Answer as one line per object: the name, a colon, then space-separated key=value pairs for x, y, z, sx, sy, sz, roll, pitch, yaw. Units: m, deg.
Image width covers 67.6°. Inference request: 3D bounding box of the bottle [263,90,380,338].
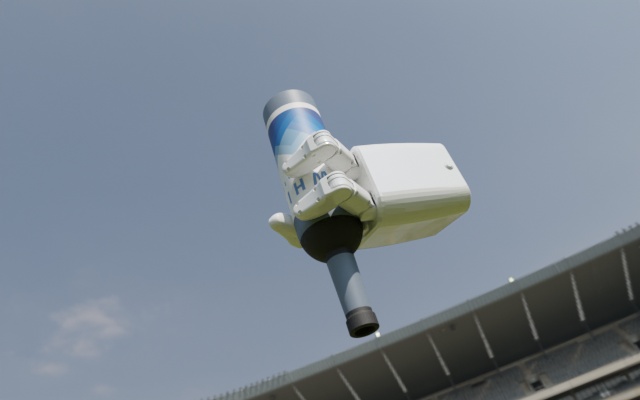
bottle: x=0.000 y=0.001 z=0.500 sx=0.069 sy=0.295 sz=0.069 roll=-12 pitch=-37 yaw=-9
